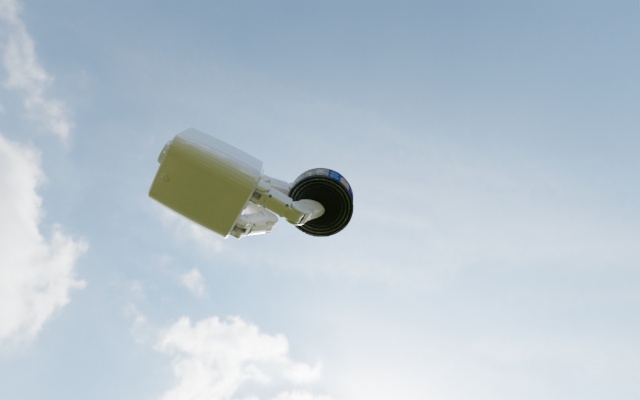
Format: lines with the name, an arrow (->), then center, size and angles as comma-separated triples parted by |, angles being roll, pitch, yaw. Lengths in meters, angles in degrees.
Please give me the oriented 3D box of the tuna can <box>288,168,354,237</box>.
tuna can -> 0.000, 0.002, 0.616 | 0.086, 0.086, 0.033 | 0, 25, 5
